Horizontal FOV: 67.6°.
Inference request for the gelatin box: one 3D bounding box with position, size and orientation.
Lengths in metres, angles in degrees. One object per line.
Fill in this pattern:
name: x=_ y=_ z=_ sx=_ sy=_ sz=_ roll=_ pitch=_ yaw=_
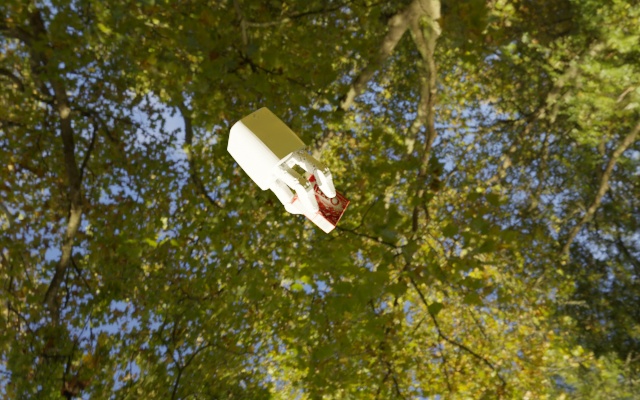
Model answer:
gelatin box: x=0.000 y=0.003 z=0.868 sx=0.089 sy=0.073 sz=0.030 roll=39 pitch=-42 yaw=-8
